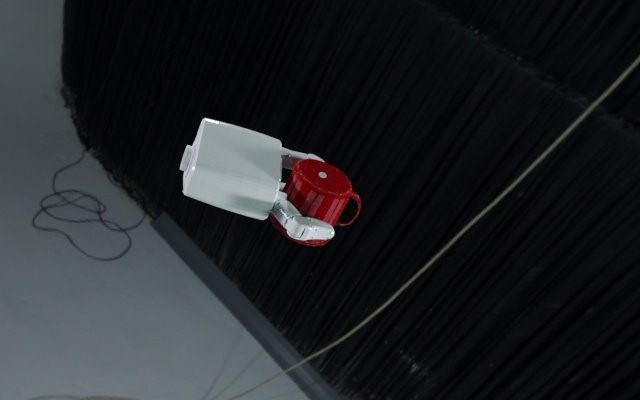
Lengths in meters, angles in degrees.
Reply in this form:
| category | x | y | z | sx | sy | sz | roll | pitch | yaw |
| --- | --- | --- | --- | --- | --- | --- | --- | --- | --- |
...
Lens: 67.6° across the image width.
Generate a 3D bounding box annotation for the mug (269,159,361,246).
| category | x | y | z | sx | sy | sz | roll | pitch | yaw |
| --- | --- | --- | --- | --- | --- | --- | --- | --- | --- |
| mug | 0.001 | 0.002 | 0.634 | 0.117 | 0.081 | 0.093 | 15 | 32 | -21 |
